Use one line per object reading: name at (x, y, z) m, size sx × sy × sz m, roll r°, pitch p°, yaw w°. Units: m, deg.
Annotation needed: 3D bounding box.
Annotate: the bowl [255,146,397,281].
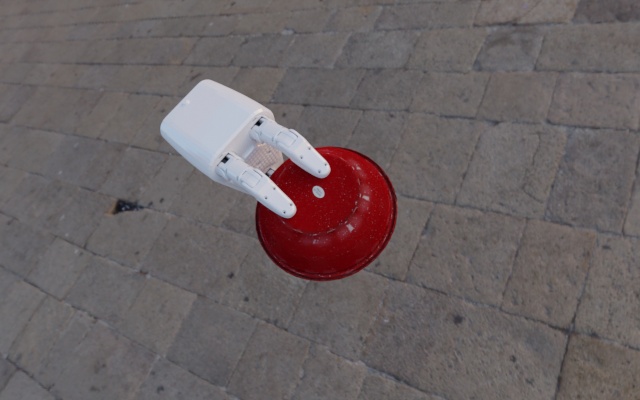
bowl at (0.001, 0.002, 0.511) m, size 0.162 × 0.162 × 0.055 m, roll 0°, pitch -22°, yaw 11°
